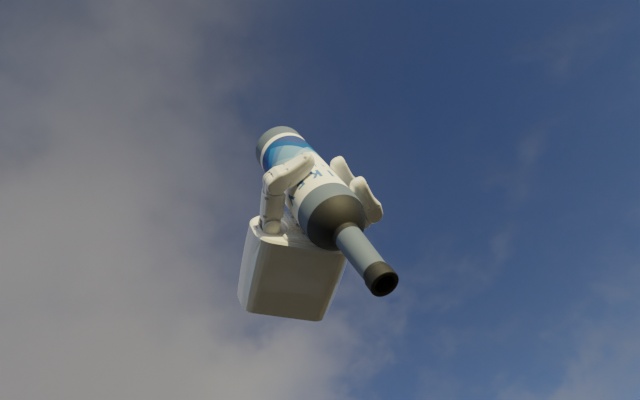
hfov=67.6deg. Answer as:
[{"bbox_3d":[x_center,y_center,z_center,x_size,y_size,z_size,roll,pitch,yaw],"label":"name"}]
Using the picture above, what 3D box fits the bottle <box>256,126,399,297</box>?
[{"bbox_3d":[0.000,0.002,0.524,0.069,0.069,0.295,0,29,-25],"label":"bottle"}]
